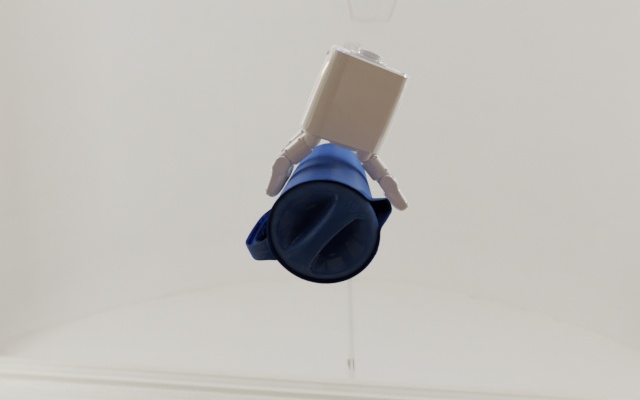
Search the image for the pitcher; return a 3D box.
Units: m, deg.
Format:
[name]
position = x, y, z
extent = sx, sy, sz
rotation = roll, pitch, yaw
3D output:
[pitcher]
position = 0.000, 0.002, 0.659
extent = 0.149, 0.145, 0.242
rotation = 21, 20, -4
